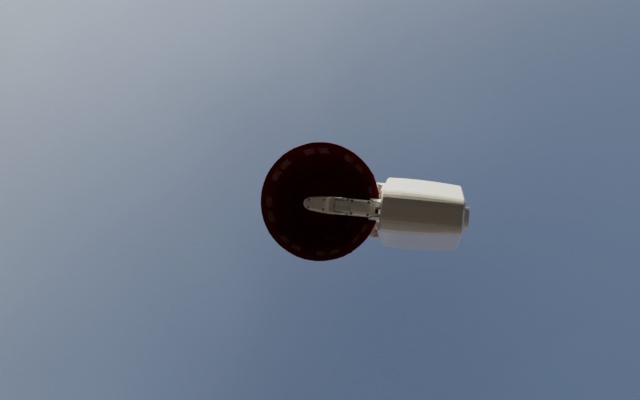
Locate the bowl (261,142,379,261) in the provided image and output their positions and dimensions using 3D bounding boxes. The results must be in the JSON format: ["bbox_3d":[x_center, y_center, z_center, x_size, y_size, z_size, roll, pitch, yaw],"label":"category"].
[{"bbox_3d":[-0.001,0.002,0.670,0.162,0.162,0.055,0,-2,3],"label":"bowl"}]
